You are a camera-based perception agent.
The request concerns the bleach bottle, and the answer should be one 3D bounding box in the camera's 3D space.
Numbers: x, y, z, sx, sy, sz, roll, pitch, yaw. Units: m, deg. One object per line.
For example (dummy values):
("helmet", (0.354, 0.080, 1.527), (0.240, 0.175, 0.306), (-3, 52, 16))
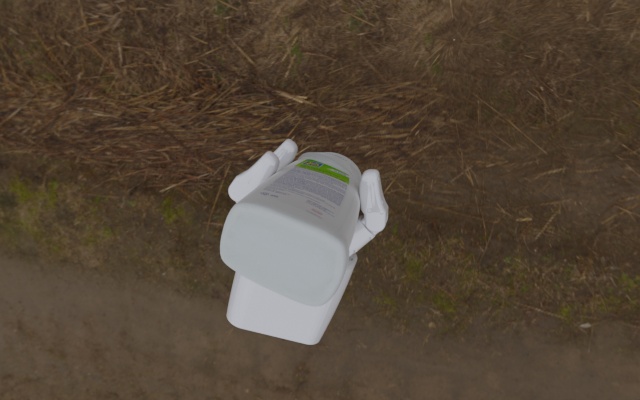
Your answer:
("bleach bottle", (0.000, 0.001, 0.467), (0.102, 0.068, 0.250), (23, 23, 7))
